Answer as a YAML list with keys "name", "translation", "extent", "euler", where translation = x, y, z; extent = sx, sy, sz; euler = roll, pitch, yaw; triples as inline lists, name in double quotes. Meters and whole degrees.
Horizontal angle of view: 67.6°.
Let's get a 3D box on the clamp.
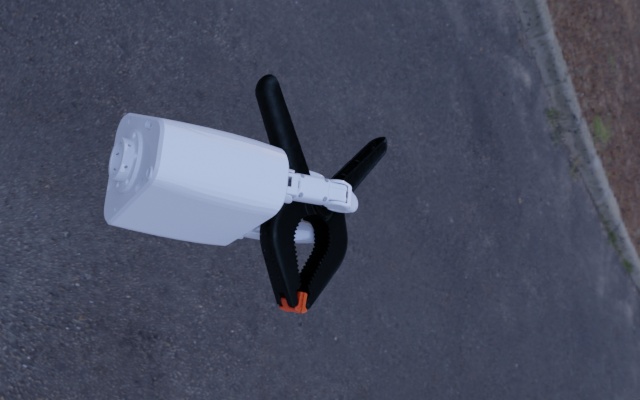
- name: "clamp"
  translation: [0.000, 0.002, 0.460]
  extent: [0.164, 0.210, 0.036]
  euler: [13, -13, -37]
